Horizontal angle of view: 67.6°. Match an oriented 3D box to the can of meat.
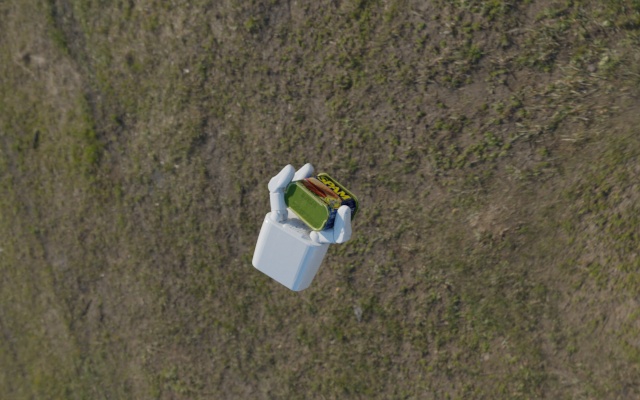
[{"bbox_3d":[0.000,0.003,0.802,0.102,0.057,0.084,40,32,26],"label":"can of meat"}]
